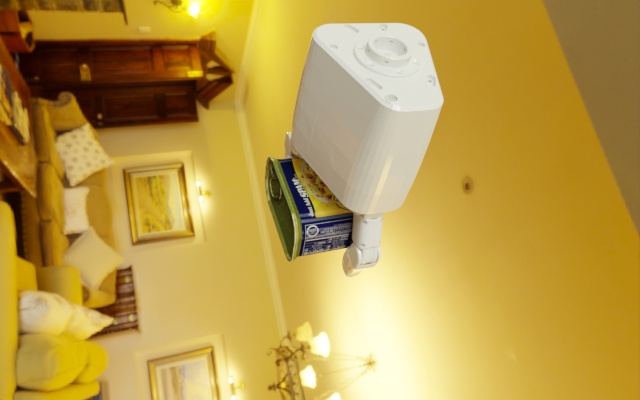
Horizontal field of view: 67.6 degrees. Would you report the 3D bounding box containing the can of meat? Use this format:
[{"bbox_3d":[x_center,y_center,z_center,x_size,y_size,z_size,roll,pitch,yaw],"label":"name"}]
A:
[{"bbox_3d":[0.000,0.002,0.452,0.084,0.102,0.057,-8,-42,-18],"label":"can of meat"}]
